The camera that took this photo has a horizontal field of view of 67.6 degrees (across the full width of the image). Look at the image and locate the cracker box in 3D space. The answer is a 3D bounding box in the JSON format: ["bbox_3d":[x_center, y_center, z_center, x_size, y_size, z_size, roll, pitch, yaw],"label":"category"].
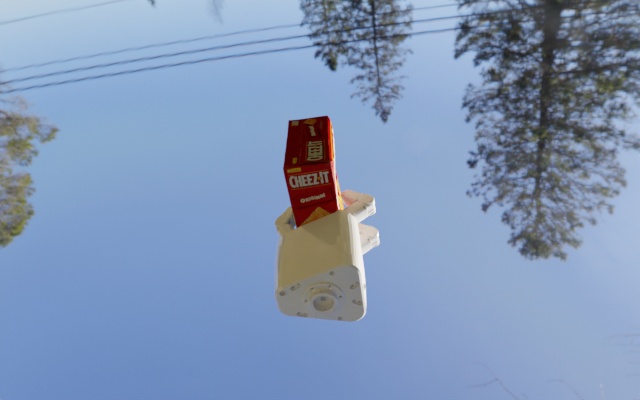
[{"bbox_3d":[0.000,0.003,0.719,0.072,0.214,0.164,-8,31,3],"label":"cracker box"}]
